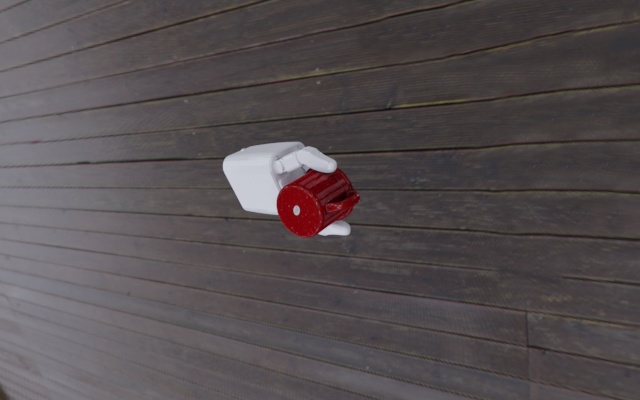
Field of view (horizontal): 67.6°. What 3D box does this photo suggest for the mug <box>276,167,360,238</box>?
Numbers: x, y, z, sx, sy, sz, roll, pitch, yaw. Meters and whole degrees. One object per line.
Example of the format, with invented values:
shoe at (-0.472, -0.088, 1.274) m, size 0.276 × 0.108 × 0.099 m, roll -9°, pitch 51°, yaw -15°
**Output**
mug at (0.001, 0.002, 0.681) m, size 0.117 × 0.093 × 0.081 m, roll 2°, pitch 22°, yaw 35°
